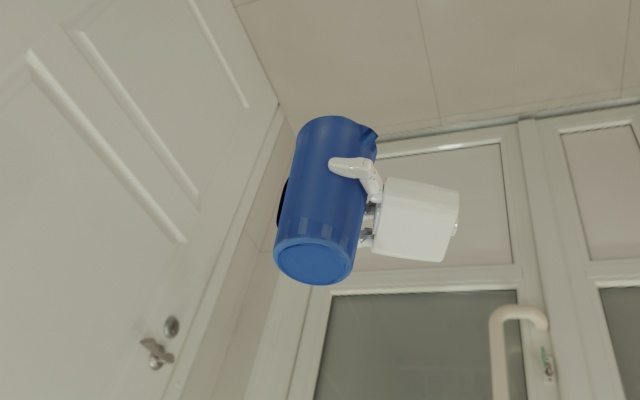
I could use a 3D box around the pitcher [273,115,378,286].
[{"bbox_3d":[0.000,0.002,0.708,0.145,0.242,0.149,9,-42,4],"label":"pitcher"}]
